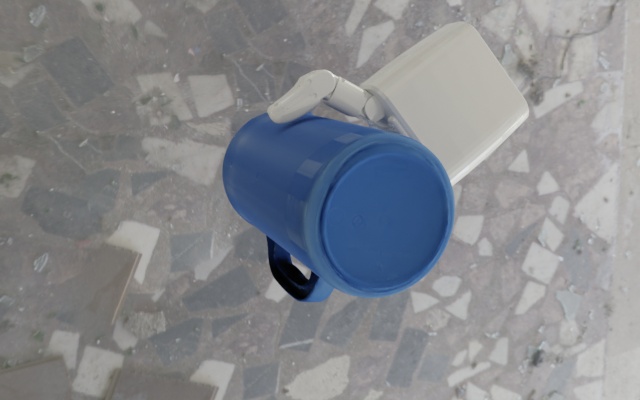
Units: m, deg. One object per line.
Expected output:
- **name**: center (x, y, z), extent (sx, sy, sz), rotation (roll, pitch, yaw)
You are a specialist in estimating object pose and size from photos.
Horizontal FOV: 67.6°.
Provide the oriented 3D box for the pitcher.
- **pitcher**: center (0.000, 0.001, 0.407), extent (0.145, 0.149, 0.242), rotation (-39, 21, -9)
